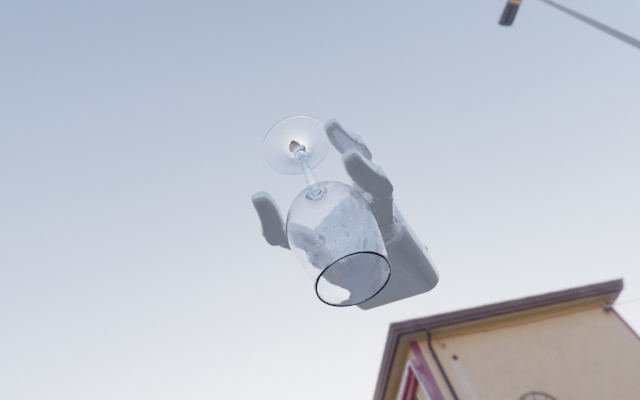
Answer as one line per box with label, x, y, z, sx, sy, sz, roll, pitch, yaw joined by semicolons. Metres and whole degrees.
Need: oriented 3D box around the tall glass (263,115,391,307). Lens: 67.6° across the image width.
tall glass;0.000;0.001;0.441;0.079;0.079;0.201;0;37;-19
